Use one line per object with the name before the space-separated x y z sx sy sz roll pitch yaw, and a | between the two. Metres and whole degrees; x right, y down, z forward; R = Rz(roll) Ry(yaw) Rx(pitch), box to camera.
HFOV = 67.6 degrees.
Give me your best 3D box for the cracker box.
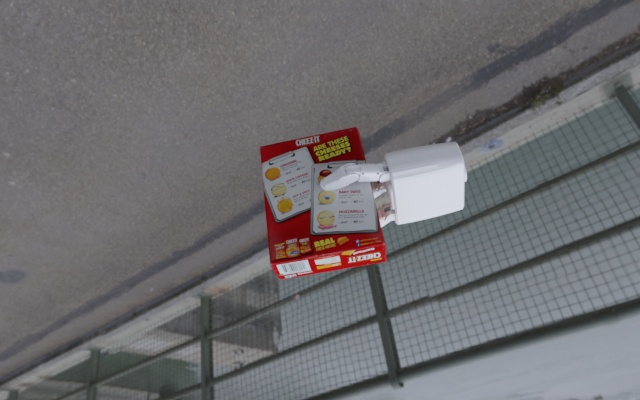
cracker box | 0.000 0.002 0.734 0.164 0.213 0.072 -11 -33 3
